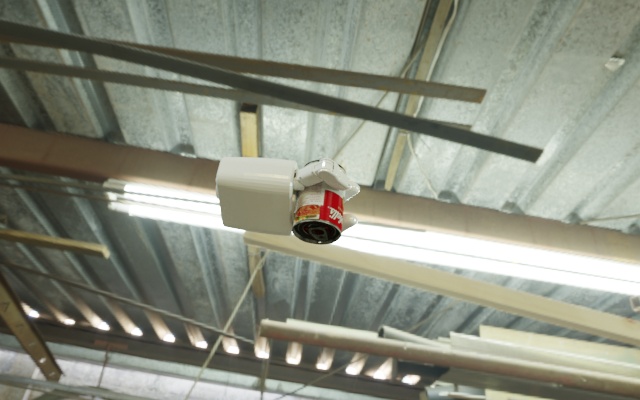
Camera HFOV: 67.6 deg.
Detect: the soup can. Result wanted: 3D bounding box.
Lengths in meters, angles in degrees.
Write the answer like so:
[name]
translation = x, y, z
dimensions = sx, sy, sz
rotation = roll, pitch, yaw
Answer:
[soup can]
translation = 0.001, 0.002, 0.675
dimensions = 0.068, 0.102, 0.068
rotation = 5, -32, 3
